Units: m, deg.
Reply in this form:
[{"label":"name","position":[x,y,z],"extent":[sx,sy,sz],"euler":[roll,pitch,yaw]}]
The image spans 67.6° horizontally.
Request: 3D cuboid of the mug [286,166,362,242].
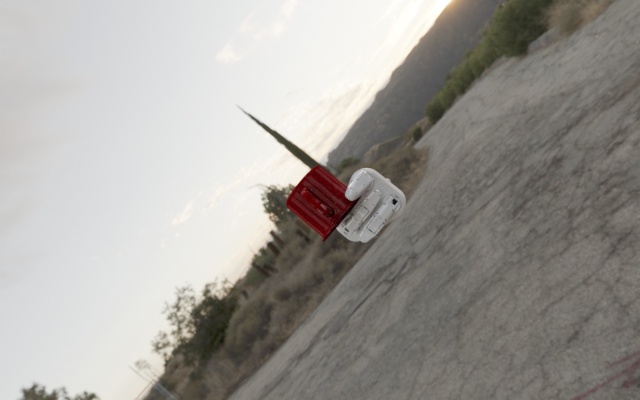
[{"label":"mug","position":[0.000,0.002,0.711],"extent":[0.081,0.093,0.117],"euler":[39,9,6]}]
